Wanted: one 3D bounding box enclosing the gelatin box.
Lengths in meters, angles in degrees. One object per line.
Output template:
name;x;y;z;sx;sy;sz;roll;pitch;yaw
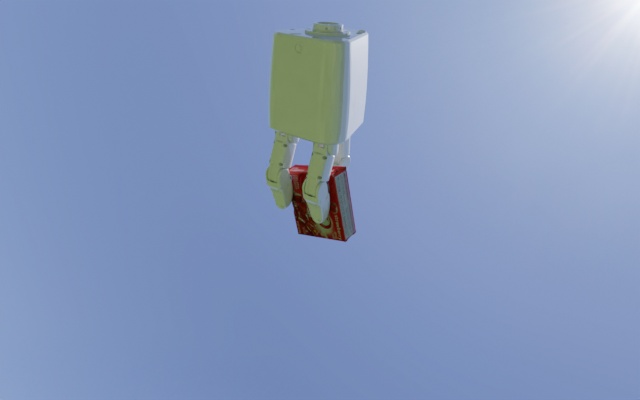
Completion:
gelatin box;0.000;0.002;0.580;0.073;0.089;0.030;6;28;36
